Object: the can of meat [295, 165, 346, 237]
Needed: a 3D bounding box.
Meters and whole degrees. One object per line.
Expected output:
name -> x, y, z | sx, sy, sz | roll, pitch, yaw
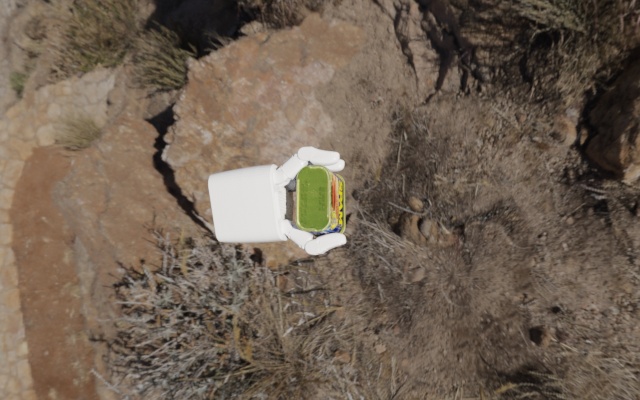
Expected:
can of meat -> 0.000, 0.002, 0.713 | 0.057, 0.102, 0.084 | -2, -9, 16
